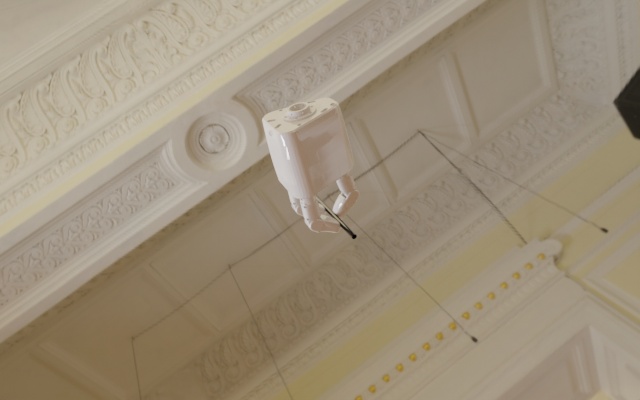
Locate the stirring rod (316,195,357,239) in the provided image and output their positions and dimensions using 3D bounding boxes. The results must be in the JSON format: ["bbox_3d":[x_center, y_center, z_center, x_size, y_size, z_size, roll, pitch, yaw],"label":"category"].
[{"bbox_3d":[0.000,0.003,0.802,0.011,0.011,0.239,0,25,-27],"label":"stirring rod"}]
